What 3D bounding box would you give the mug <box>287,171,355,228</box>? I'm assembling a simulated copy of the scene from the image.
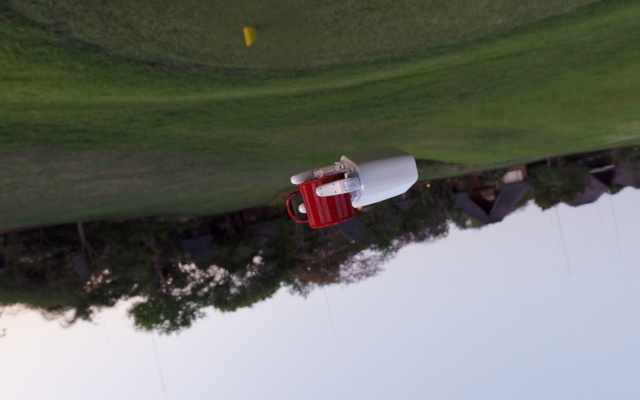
[{"bbox_3d":[-0.001,0.003,0.829,0.117,0.081,0.093,-15,2,-9],"label":"mug"}]
